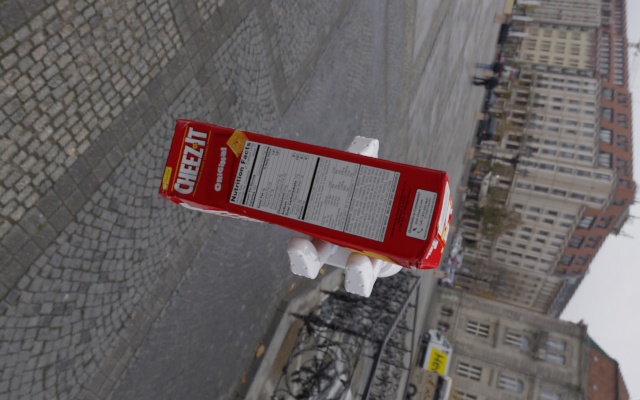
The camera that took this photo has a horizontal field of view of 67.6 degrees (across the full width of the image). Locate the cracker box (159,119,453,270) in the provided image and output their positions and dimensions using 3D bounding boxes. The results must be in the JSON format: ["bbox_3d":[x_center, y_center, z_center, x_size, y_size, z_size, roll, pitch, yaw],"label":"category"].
[{"bbox_3d":[0.000,0.001,0.414,0.213,0.072,0.164,13,-4,18],"label":"cracker box"}]
